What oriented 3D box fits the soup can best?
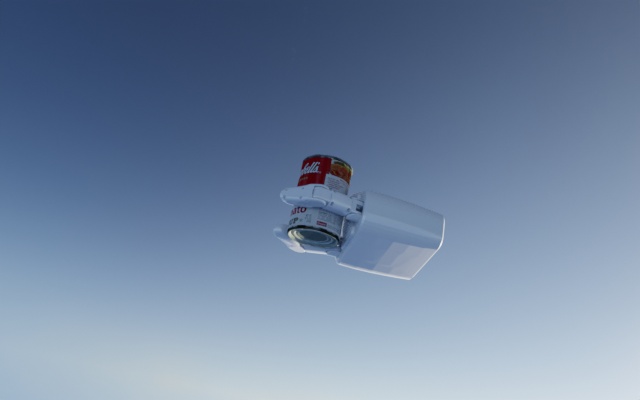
[{"bbox_3d":[0.000,0.002,0.608,0.068,0.102,0.068,10,-23,4],"label":"soup can"}]
